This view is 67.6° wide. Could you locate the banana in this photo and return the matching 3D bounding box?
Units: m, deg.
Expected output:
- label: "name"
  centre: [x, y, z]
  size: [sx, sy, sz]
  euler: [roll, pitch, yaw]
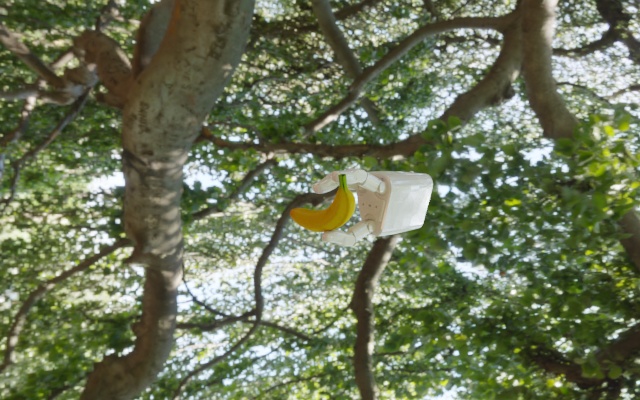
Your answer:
- label: "banana"
  centre: [0.007, 0.019, 0.799]
  size: [0.037, 0.069, 0.198]
  euler: [-10, -13, -33]
